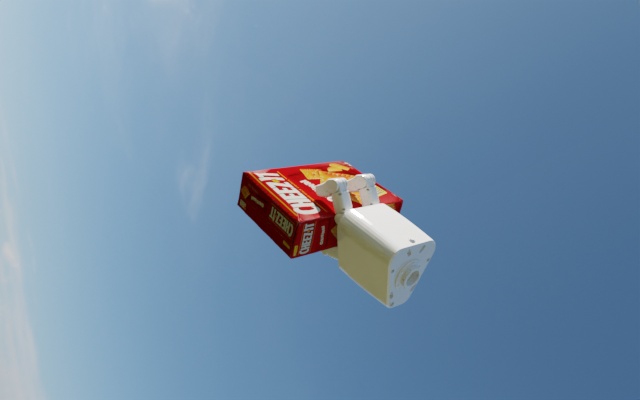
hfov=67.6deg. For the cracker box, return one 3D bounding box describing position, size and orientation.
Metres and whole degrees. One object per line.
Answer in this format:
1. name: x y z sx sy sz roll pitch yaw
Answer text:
1. cracker box: 0.000 0.003 0.775 0.213 0.072 0.164 -9 34 -38
